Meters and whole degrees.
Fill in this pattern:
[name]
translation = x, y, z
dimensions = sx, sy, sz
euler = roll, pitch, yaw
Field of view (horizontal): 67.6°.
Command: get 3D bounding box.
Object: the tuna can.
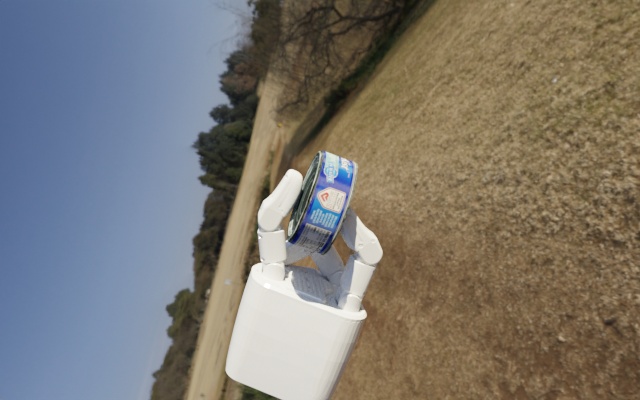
[tuna can]
translation = 0.000, 0.001, 0.413
dimensions = 0.034, 0.086, 0.086
euler = 20, -3, -9
